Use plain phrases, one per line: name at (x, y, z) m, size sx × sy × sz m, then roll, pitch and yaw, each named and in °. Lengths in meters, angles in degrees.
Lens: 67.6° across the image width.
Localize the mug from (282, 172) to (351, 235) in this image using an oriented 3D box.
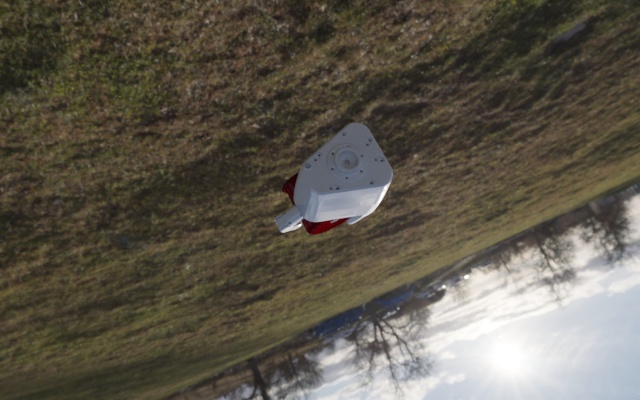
mug at (0.000, 0.003, 0.728) m, size 0.093 × 0.081 × 0.117 m, roll -24°, pitch -15°, yaw -13°
